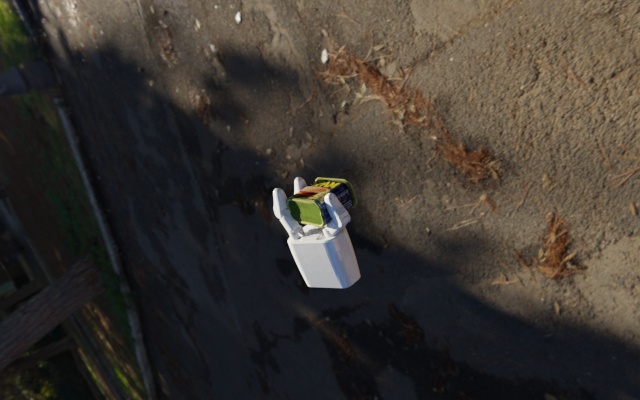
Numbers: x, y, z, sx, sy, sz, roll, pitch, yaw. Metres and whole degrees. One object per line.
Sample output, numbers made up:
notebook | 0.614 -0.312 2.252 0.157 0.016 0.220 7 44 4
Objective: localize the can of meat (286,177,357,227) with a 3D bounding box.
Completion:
can of meat | 0.000 0.003 0.867 0.084 0.057 0.102 -34 26 -33
